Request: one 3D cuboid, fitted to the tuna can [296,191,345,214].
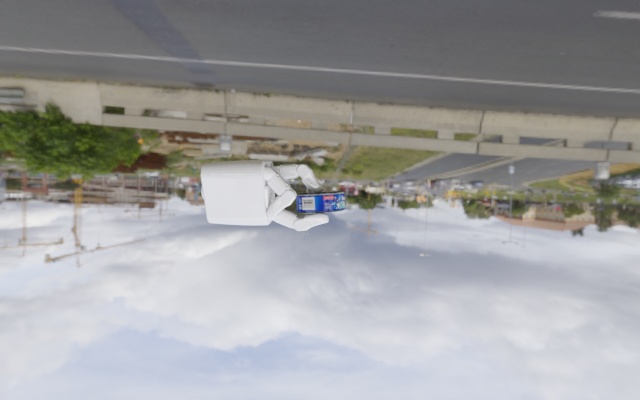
[{"bbox_3d":[0.000,0.003,0.837,0.086,0.034,0.086,-3,3,0],"label":"tuna can"}]
